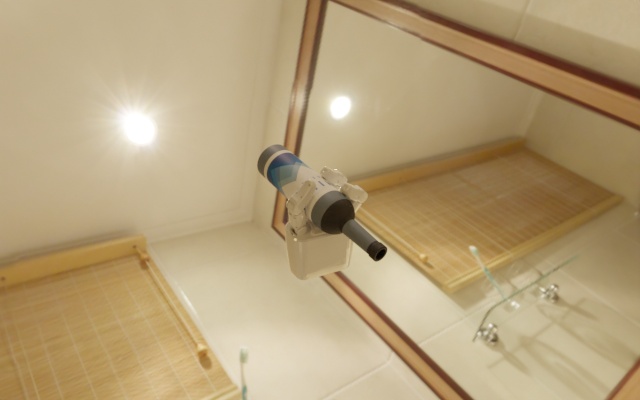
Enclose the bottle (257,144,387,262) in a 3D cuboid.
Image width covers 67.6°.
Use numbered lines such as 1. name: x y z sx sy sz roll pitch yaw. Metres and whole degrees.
1. bottle: 0.000 0.002 0.786 0.069 0.069 0.295 0 31 -45
